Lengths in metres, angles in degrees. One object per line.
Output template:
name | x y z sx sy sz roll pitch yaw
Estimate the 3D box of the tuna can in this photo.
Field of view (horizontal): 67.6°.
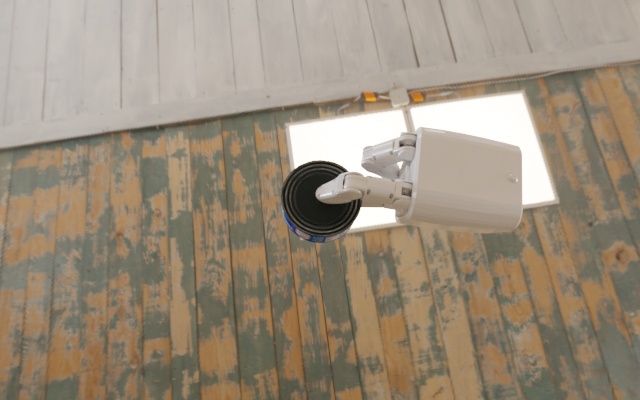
tuna can | 0.000 0.002 0.516 0.086 0.086 0.034 0 -19 -5
